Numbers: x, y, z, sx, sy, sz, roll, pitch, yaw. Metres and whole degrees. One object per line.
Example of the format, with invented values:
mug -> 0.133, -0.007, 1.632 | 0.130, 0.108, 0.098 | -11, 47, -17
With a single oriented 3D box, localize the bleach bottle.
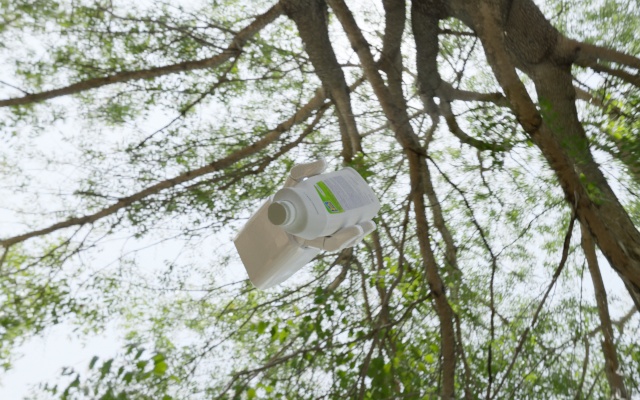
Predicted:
bleach bottle -> 0.000, 0.002, 0.690 | 0.068, 0.102, 0.251 | -46, -17, 23
